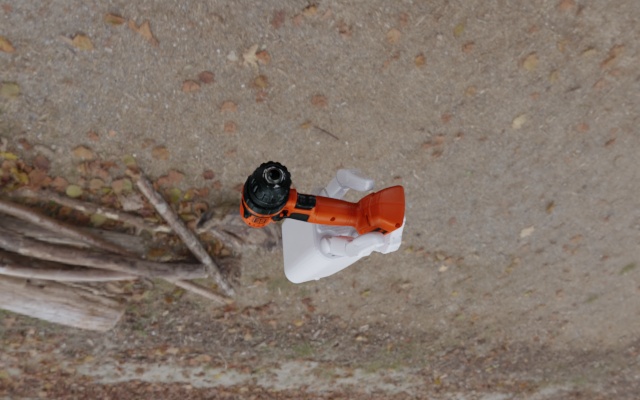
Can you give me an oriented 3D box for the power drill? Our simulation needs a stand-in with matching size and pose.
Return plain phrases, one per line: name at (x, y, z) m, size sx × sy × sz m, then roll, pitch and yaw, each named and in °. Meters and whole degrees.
power drill at (0.000, 0.002, 0.566) m, size 0.187 × 0.057 × 0.184 m, roll 8°, pitch -13°, yaw -12°
